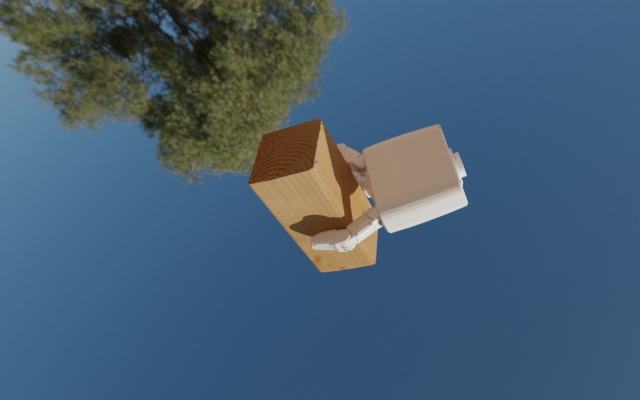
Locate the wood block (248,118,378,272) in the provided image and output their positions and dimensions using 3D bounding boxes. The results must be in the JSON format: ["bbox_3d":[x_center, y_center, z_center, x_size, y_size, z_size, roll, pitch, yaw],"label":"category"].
[{"bbox_3d":[0.000,0.002,0.648,0.090,0.090,0.206,-12,-44,24],"label":"wood block"}]
